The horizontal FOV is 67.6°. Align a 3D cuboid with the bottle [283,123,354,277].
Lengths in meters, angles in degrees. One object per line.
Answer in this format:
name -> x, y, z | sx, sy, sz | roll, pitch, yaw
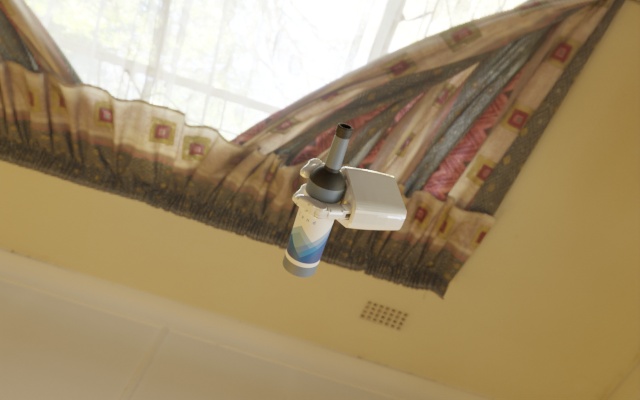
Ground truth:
bottle -> 0.000, 0.003, 0.846 | 0.069, 0.296, 0.069 | 14, 28, -8
